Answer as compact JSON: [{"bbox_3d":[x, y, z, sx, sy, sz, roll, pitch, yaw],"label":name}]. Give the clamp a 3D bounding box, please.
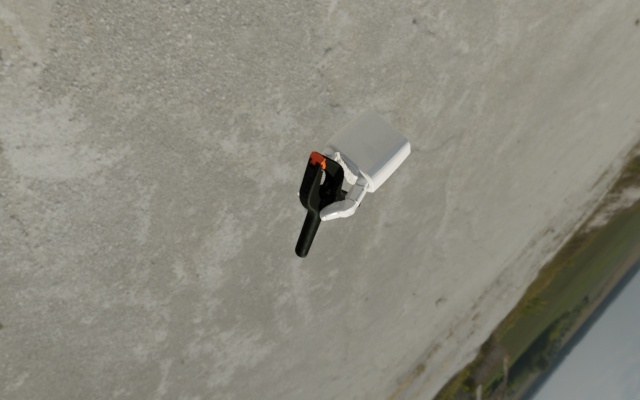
[{"bbox_3d":[0.001,0.003,0.815,0.036,0.164,0.210,34,-19,28],"label":"clamp"}]
